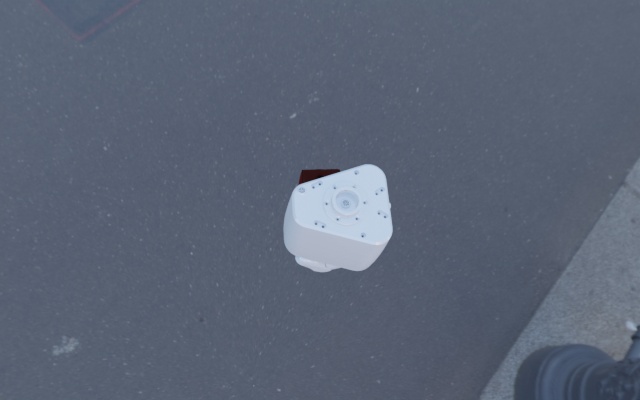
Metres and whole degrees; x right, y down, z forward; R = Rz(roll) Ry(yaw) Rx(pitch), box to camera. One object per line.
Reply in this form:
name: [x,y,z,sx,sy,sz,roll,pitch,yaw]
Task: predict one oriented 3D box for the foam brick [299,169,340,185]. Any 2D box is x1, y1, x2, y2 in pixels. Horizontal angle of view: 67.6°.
foam brick: [0.000,0.002,0.637,0.053,0.078,0.051,-2,-21,-7]
